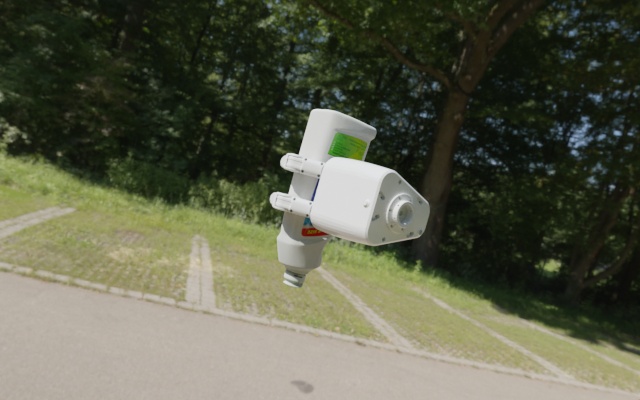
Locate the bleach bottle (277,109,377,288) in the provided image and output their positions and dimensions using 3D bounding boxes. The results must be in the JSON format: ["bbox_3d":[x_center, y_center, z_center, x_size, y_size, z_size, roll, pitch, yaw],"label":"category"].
[{"bbox_3d":[0.000,0.002,0.692,0.102,0.251,0.068,15,1,-40],"label":"bleach bottle"}]
